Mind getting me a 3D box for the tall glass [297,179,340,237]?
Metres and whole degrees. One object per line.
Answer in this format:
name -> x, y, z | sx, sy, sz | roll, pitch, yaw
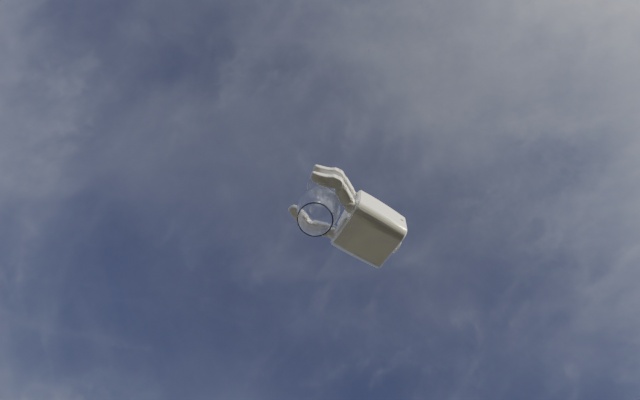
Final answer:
tall glass -> 0.000, 0.003, 0.895 | 0.079, 0.079, 0.201 | 0, 17, 6
